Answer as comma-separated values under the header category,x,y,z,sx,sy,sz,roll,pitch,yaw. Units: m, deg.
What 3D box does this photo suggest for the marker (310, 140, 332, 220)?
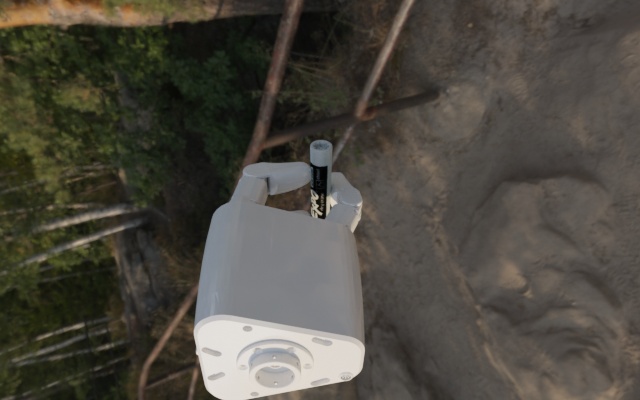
category,x,y,z,sx,sy,sz,roll,pitch,yaw
marker,0.000,0.001,0.436,0.020,0.121,0.020,1,38,0
